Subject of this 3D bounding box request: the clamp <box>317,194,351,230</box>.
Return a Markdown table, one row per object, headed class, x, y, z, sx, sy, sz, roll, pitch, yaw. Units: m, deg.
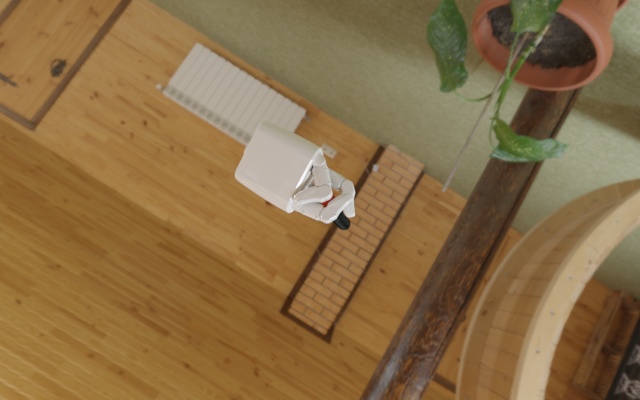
| class | x | y | z | sx | sy | sz | roll | pitch | yaw |
| --- | --- | --- | --- | --- | --- | --- | --- | --- | --- |
| clamp | 0.000 | 0.003 | 0.846 | 0.120 | 0.039 | 0.171 | 30 | -9 | 10 |
